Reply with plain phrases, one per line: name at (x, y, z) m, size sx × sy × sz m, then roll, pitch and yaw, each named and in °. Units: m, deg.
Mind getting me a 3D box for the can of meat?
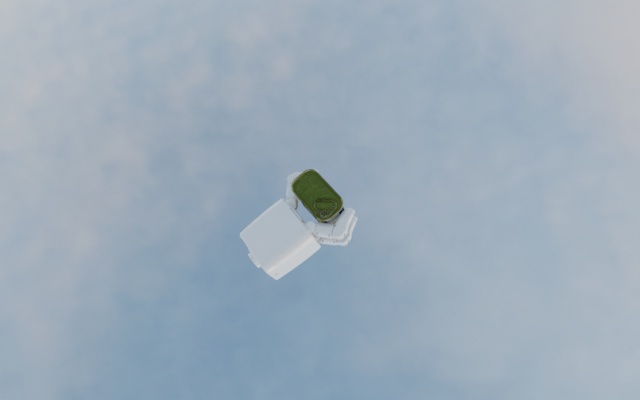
can of meat at (0.000, 0.003, 0.882) m, size 0.057 × 0.102 × 0.084 m, roll -41°, pitch -21°, yaw -6°
